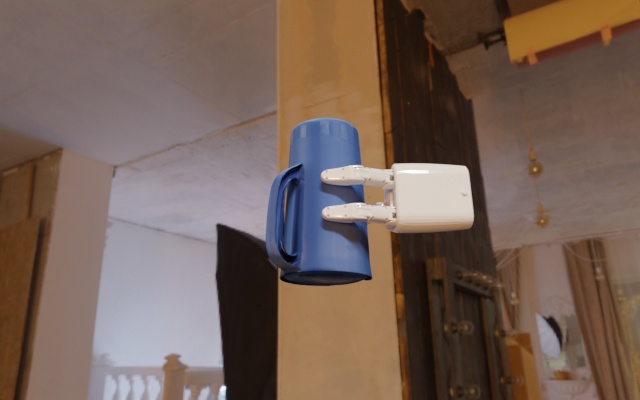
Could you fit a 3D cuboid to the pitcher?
[{"bbox_3d":[0.000,0.002,0.711,0.145,0.242,0.149,-1,-18,1],"label":"pitcher"}]
